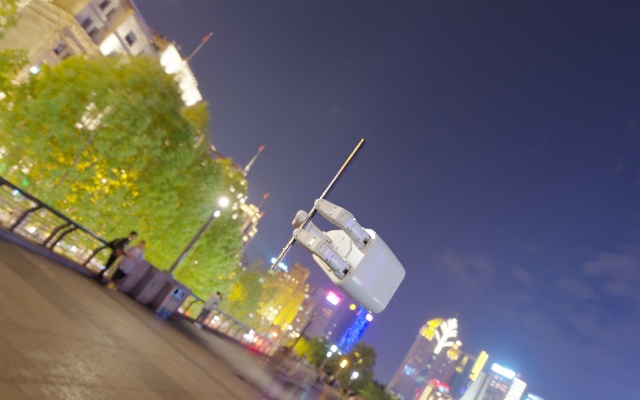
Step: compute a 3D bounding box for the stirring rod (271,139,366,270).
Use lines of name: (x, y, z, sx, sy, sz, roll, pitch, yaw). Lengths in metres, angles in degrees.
stirring rod: (0.000, 0.002, 0.706, 0.011, 0.239, 0.011, 33, -16, 10)
